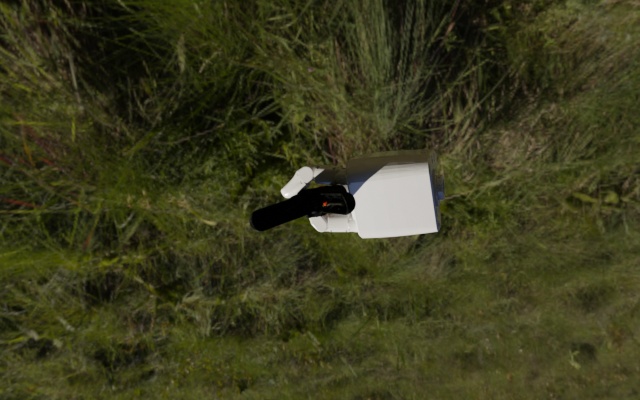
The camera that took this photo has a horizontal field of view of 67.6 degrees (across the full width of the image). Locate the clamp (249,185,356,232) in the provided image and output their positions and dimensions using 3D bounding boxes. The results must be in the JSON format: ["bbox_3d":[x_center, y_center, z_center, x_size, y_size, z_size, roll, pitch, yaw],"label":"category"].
[{"bbox_3d":[0.000,0.003,0.585,0.120,0.039,0.171,-4,10,20],"label":"clamp"}]
